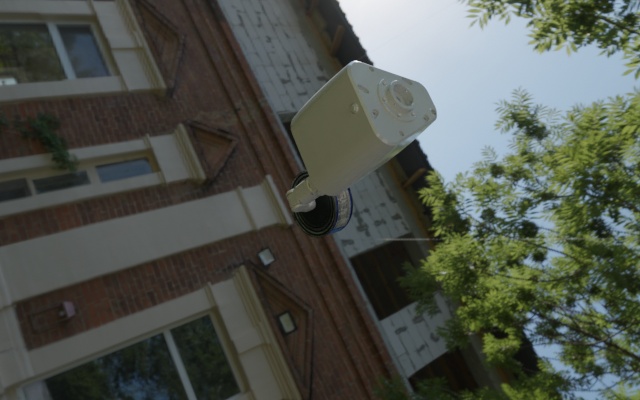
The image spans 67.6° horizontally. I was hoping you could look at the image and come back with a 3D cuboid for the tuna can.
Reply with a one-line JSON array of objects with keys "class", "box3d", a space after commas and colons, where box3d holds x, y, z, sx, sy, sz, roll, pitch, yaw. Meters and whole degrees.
[{"class": "tuna can", "box3d": [0.000, 0.002, 0.604, 0.034, 0.086, 0.086, -14, 10, -42]}]
